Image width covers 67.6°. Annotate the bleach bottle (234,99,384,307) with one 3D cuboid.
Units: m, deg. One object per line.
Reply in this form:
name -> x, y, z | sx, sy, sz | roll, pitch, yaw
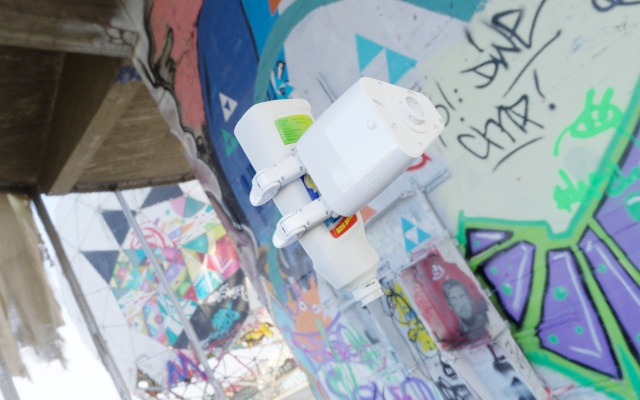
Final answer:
bleach bottle -> 0.000, 0.002, 0.552 | 0.102, 0.250, 0.068 | -17, -18, -47
